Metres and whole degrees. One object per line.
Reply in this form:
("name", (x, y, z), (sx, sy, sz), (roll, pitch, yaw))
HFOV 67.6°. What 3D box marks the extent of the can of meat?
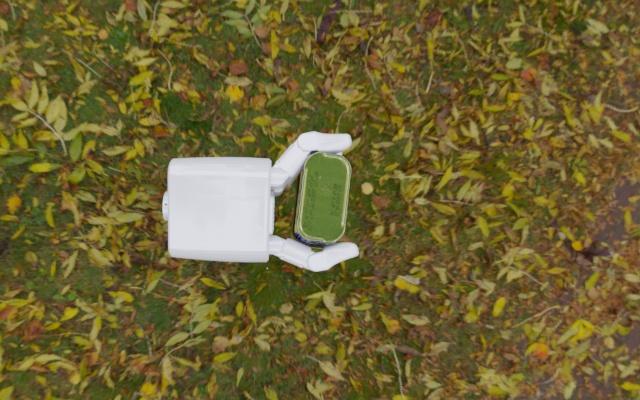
("can of meat", (0.000, 0.002, 0.540), (0.057, 0.102, 0.084), (7, -9, -4))
